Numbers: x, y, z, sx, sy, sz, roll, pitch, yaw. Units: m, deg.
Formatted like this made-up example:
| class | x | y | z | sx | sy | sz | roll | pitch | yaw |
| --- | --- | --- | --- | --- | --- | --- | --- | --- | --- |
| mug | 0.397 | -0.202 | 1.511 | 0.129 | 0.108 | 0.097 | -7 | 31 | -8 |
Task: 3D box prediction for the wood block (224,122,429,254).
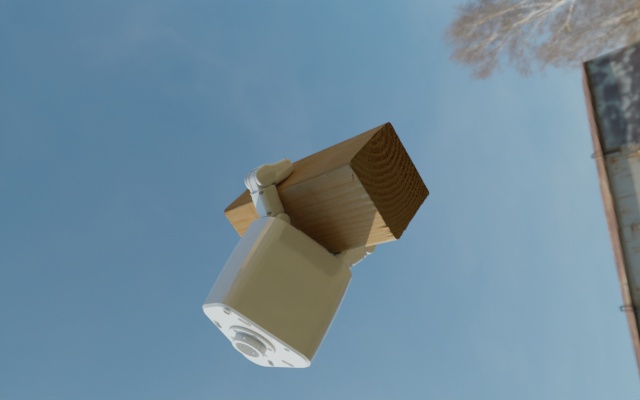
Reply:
| class | x | y | z | sx | sy | sz | roll | pitch | yaw |
| --- | --- | --- | --- | --- | --- | --- | --- | --- | --- |
| wood block | 0.000 | 0.002 | 0.529 | 0.206 | 0.091 | 0.090 | -18 | 21 | 44 |
